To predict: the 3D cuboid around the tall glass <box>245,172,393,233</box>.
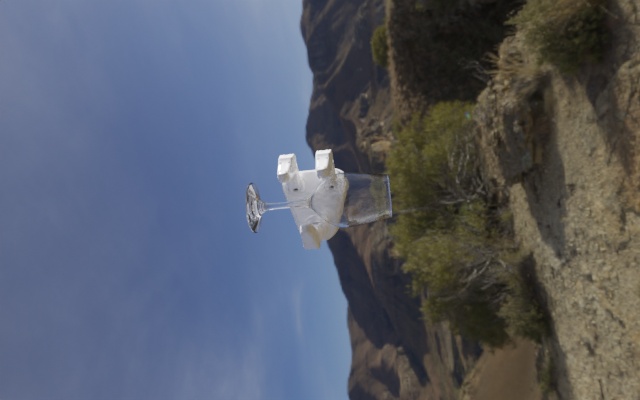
[{"bbox_3d":[-0.001,0.002,0.683,0.201,0.079,0.079,-5,-1,9],"label":"tall glass"}]
